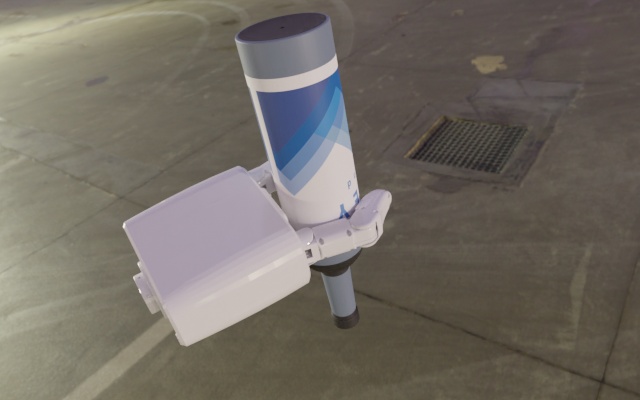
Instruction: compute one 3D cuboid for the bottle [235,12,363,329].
[{"bbox_3d":[0.000,0.001,0.407,0.069,0.296,0.069,-9,34,6],"label":"bottle"}]
